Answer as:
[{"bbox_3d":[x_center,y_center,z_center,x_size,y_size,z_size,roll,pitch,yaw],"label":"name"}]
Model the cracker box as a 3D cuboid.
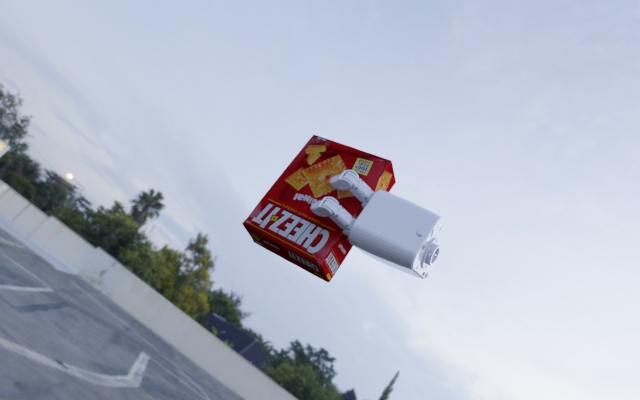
[{"bbox_3d":[0.000,0.003,0.793,0.164,0.213,0.072,24,-25,30],"label":"cracker box"}]
